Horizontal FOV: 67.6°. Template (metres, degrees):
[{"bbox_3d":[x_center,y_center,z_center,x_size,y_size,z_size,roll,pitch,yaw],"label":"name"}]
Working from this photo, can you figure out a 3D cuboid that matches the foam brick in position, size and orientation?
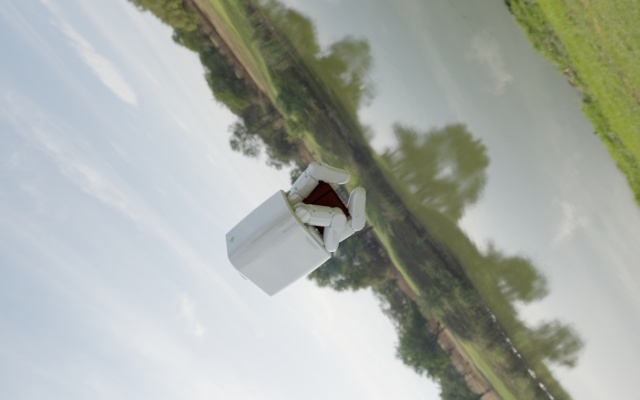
[{"bbox_3d":[0.000,0.002,0.690,0.051,0.053,0.078,-37,25,3],"label":"foam brick"}]
